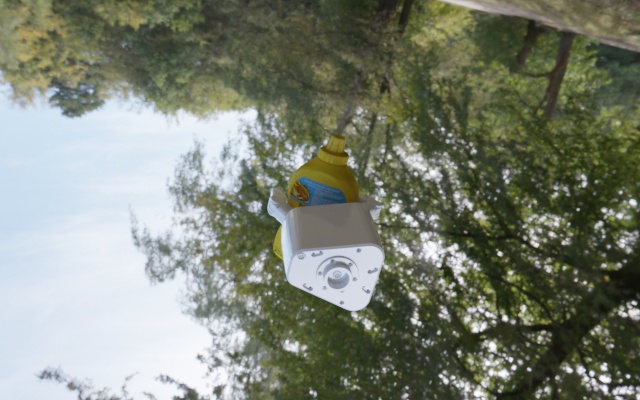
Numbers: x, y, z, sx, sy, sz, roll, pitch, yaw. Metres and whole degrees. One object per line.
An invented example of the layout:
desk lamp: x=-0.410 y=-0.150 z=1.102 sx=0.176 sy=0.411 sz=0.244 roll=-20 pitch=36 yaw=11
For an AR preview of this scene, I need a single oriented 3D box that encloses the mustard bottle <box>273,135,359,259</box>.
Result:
mustard bottle: x=0.000 y=0.002 z=0.661 sx=0.096 sy=0.192 sz=0.058 roll=20 pitch=22 yaw=12
